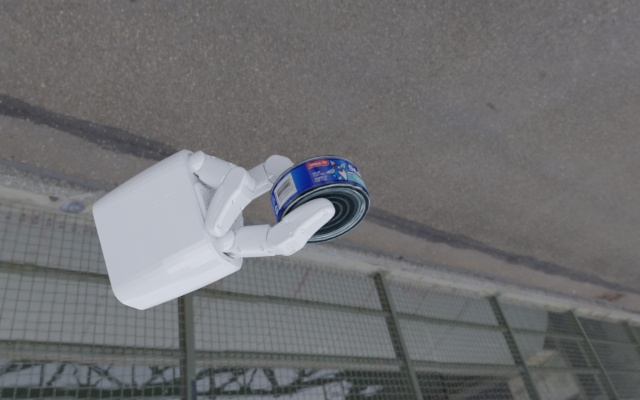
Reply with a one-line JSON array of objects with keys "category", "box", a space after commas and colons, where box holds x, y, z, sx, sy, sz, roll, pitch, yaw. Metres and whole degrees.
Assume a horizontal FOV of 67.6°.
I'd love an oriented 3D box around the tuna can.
[{"category": "tuna can", "box": [0.000, 0.002, 0.426, 0.086, 0.033, 0.086, -13, -37, -10]}]
